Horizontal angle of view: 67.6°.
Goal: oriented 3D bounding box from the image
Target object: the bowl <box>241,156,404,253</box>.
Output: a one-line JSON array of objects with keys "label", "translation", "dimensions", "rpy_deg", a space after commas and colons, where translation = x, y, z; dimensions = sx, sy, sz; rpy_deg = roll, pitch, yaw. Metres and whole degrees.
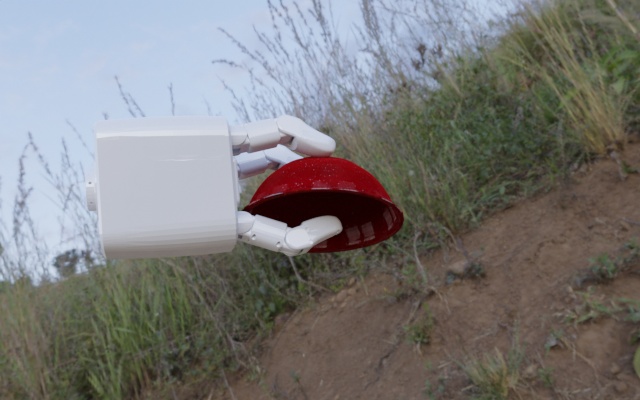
[{"label": "bowl", "translation": [0.001, 0.001, 0.478], "dimensions": [0.162, 0.055, 0.162], "rpy_deg": [0, -25, 0]}]
